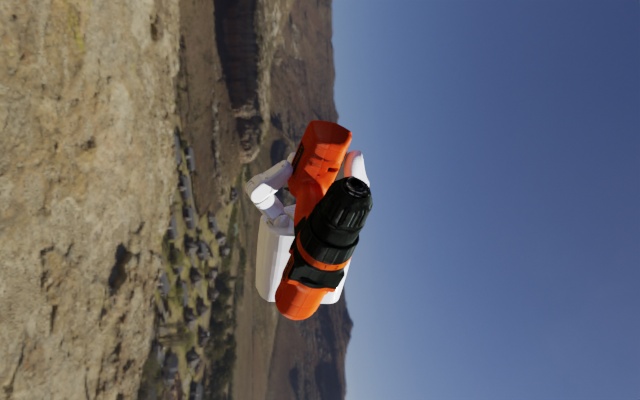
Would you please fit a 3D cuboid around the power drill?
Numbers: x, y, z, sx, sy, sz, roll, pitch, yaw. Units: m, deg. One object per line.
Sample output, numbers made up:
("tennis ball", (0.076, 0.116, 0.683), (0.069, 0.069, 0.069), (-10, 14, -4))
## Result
("power drill", (0.000, 0.001, 0.487), (0.057, 0.187, 0.184), (16, -48, -12))
